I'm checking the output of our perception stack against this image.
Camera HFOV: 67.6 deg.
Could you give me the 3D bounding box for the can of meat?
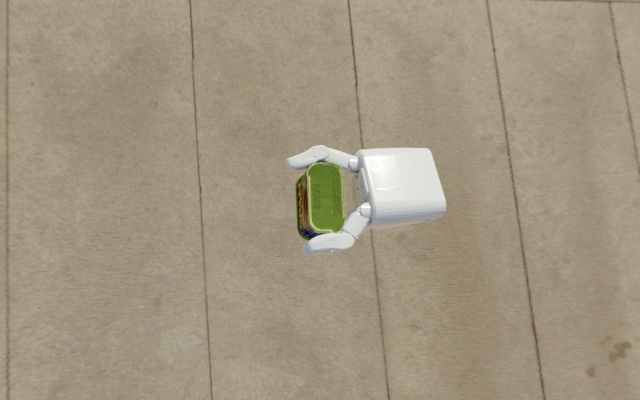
[{"bbox_3d":[0.000,0.002,0.671,0.057,0.102,0.084,-1,-9,-12],"label":"can of meat"}]
